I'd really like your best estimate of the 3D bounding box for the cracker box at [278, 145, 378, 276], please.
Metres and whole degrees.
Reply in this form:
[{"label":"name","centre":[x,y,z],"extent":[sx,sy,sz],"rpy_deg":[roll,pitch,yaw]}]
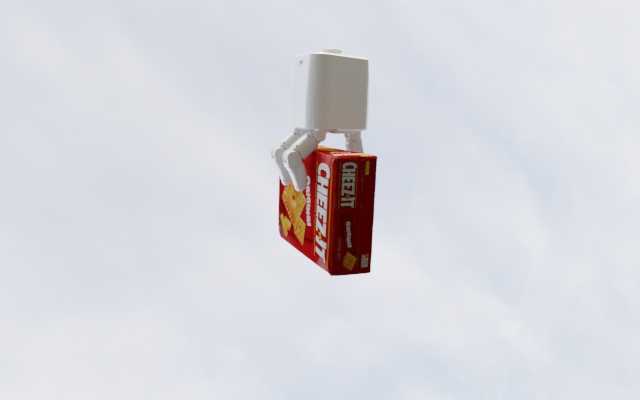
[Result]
[{"label":"cracker box","centre":[0.000,0.002,0.723],"extent":[0.072,0.164,0.213],"rpy_deg":[-3,12,-23]}]
